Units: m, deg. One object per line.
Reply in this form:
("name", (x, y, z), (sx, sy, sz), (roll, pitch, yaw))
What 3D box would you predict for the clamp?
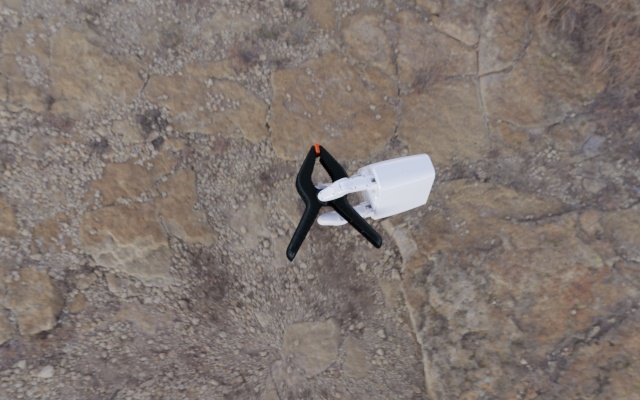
("clamp", (0.000, 0.002, 0.825), (0.164, 0.210, 0.036), (-14, -17, -13))
